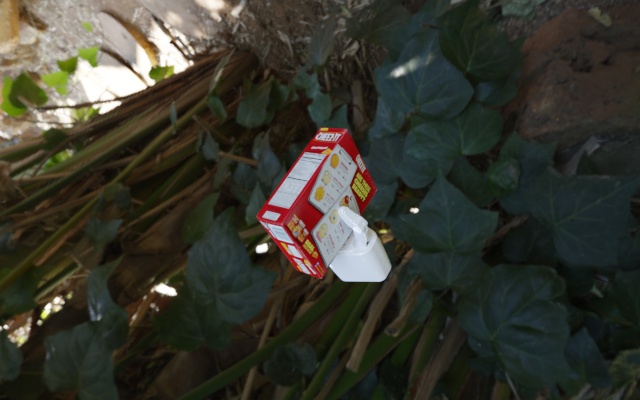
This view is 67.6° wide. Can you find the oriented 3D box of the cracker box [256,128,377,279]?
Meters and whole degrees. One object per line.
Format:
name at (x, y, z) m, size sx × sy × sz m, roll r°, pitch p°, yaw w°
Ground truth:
cracker box at (0.000, 0.003, 0.845) m, size 0.072 × 0.213 × 0.164 m, roll 12°, pitch -32°, yaw 38°
